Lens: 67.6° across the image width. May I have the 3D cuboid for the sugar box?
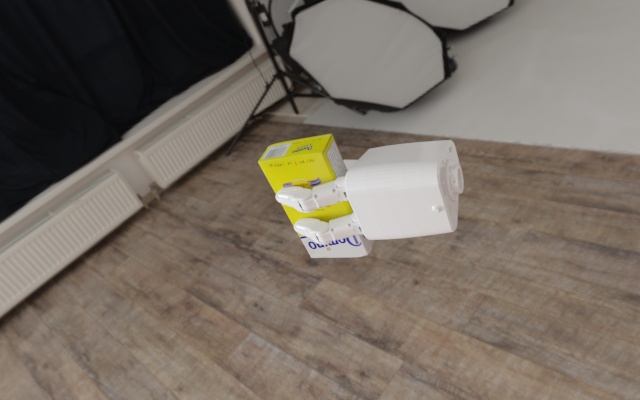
[{"bbox_3d":[0.000,0.002,0.621,0.093,0.176,0.048,-5,37,28],"label":"sugar box"}]
